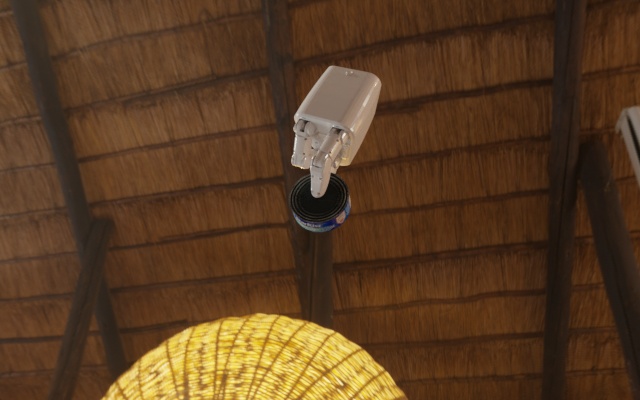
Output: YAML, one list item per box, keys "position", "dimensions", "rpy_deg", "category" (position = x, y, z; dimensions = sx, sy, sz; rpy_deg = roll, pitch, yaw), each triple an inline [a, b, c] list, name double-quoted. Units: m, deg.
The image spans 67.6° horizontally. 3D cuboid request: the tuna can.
- position: [0.000, 0.003, 0.681]
  dimensions: [0.086, 0.086, 0.034]
  rpy_deg: [0, -32, 11]
  category: "tuna can"
